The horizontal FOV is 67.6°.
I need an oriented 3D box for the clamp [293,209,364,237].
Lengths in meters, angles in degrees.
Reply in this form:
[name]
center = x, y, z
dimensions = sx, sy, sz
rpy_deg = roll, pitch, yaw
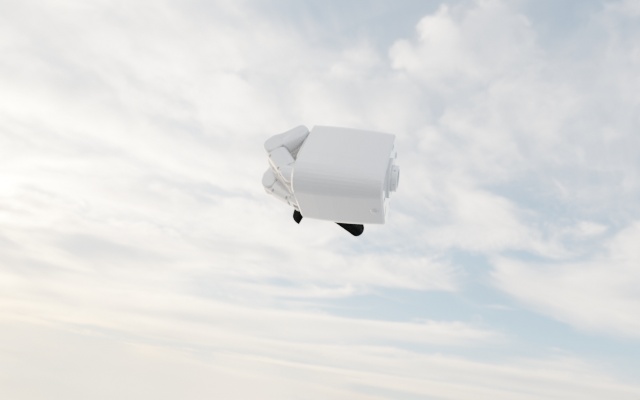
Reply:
[clamp]
center = 0.000, 0.002, 0.688
dimensions = 0.120, 0.039, 0.171
rpy_deg = 9, -24, 16
